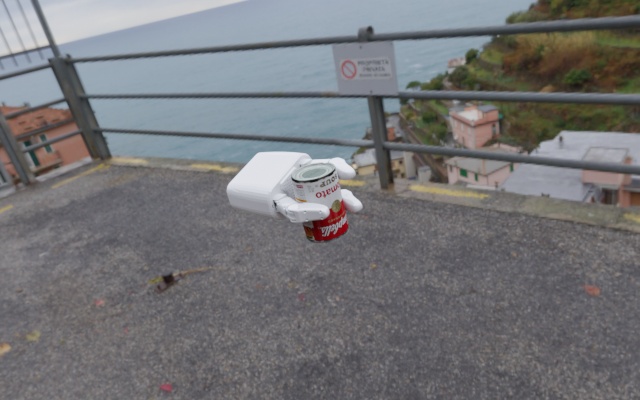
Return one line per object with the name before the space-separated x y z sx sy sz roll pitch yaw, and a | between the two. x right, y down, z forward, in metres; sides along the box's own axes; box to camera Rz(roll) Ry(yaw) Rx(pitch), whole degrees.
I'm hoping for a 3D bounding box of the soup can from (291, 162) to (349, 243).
soup can | 0.000 0.002 0.705 0.068 0.102 0.068 -11 24 5
